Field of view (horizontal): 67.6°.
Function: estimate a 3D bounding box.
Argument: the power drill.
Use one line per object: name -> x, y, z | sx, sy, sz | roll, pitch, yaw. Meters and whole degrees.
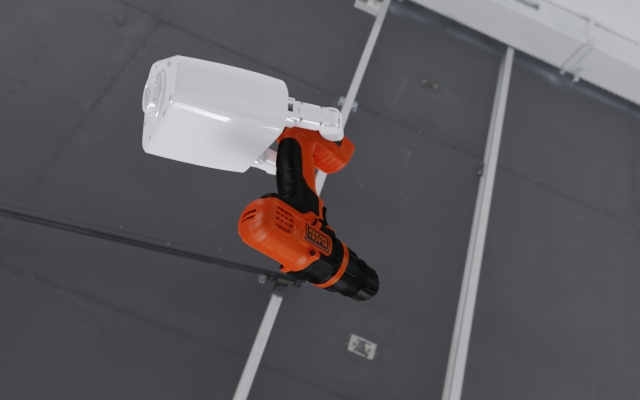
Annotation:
power drill -> 0.000, 0.001, 0.517 | 0.057, 0.187, 0.184 | -26, -45, 31
